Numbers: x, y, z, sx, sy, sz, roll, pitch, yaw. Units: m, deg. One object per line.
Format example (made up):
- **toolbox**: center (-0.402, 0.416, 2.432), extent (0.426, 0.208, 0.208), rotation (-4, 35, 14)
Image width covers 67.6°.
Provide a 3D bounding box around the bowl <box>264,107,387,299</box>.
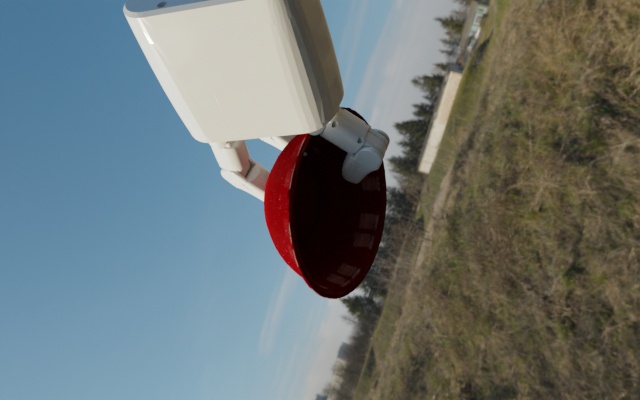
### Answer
- **bowl**: center (0.000, 0.002, 0.420), extent (0.055, 0.162, 0.162), rotation (3, 2, 33)
